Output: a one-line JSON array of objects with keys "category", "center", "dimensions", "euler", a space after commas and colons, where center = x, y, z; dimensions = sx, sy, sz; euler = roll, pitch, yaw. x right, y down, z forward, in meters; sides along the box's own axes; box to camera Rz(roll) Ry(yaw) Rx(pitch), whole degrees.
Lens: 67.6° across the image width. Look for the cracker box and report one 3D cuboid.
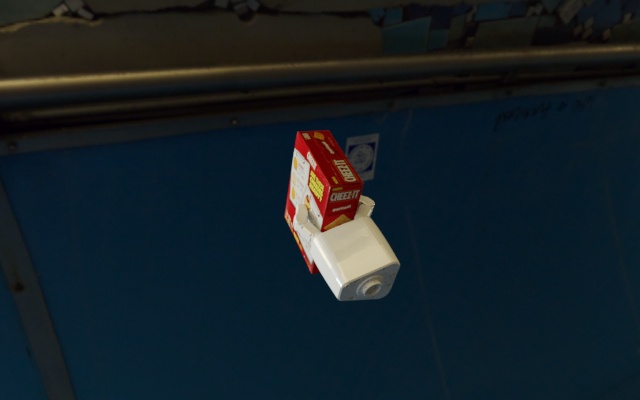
[{"category": "cracker box", "center": [0.000, 0.003, 0.885], "dimensions": [0.072, 0.214, 0.164], "euler": [-8, 44, -22]}]
